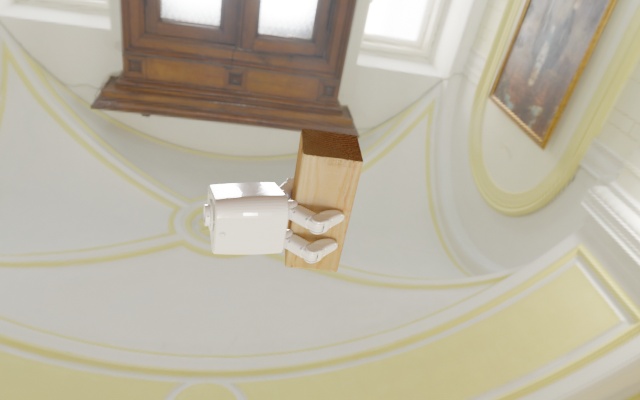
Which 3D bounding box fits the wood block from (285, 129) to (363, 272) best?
[{"bbox_3d":[0.000,0.002,0.758,0.090,0.206,0.090,6,33,-8],"label":"wood block"}]
